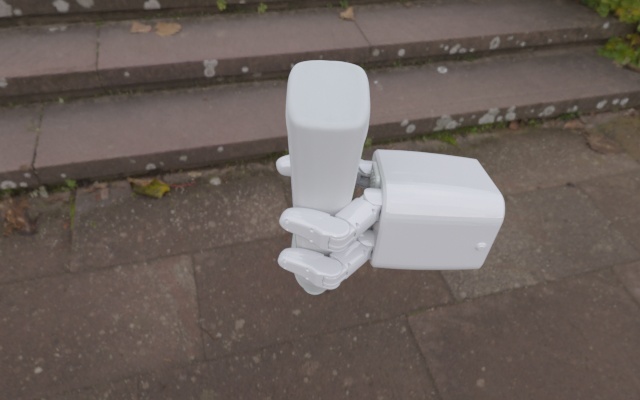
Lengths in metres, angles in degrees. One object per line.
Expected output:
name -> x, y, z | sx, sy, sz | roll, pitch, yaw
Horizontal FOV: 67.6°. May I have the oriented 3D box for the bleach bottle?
bleach bottle -> 0.000, 0.002, 0.465 | 0.068, 0.251, 0.102 | 3, 45, -1
